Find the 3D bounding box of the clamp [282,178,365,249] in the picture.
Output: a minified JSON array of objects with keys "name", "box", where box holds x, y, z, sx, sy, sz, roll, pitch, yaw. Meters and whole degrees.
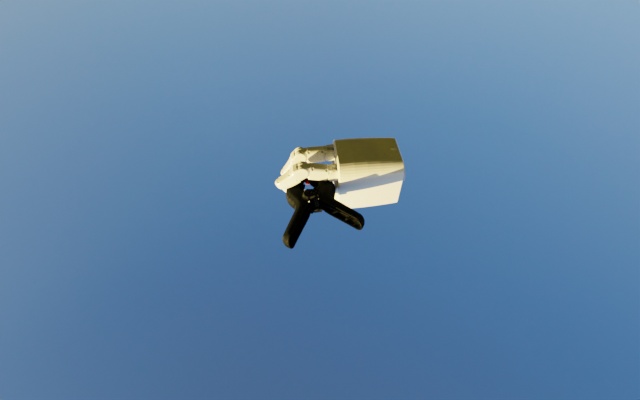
[{"name":"clamp","box":[0.000,0.003,0.738,0.120,0.039,0.171,-5,42,-1]}]
